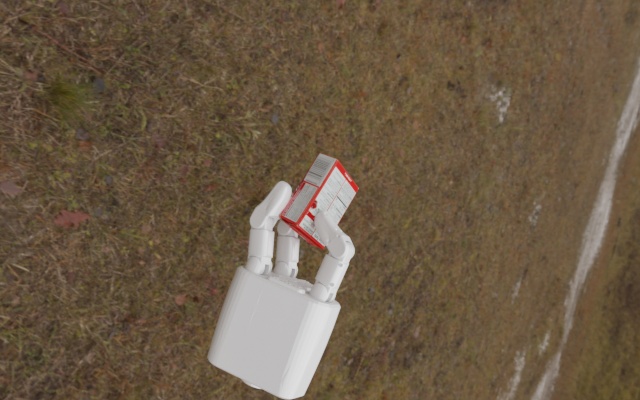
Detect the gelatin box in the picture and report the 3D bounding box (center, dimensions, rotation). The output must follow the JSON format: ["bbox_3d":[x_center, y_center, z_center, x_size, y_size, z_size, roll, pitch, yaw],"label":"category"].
[{"bbox_3d":[0.001,0.002,0.545,0.030,0.089,0.073,25,-12,33],"label":"gelatin box"}]
